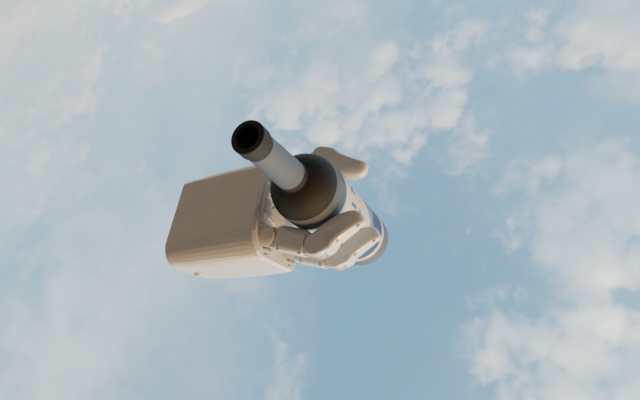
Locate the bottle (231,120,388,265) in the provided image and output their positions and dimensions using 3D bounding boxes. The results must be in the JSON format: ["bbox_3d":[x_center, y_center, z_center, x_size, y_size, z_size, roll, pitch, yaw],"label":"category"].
[{"bbox_3d":[0.000,0.002,0.472,0.069,0.069,0.296,0,-19,22],"label":"bottle"}]
